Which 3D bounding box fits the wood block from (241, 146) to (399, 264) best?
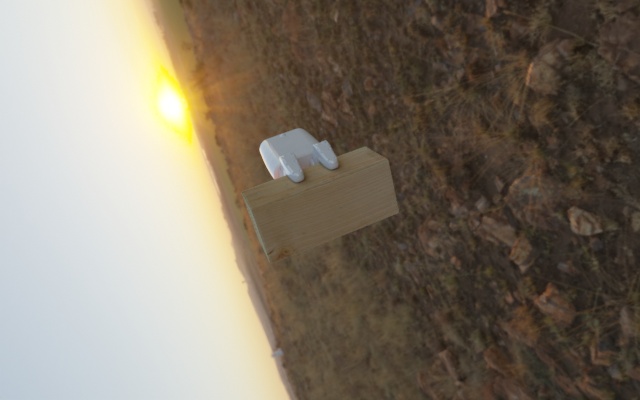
[{"bbox_3d":[0.000,0.003,0.712,0.206,0.091,0.090,-21,25,-11],"label":"wood block"}]
